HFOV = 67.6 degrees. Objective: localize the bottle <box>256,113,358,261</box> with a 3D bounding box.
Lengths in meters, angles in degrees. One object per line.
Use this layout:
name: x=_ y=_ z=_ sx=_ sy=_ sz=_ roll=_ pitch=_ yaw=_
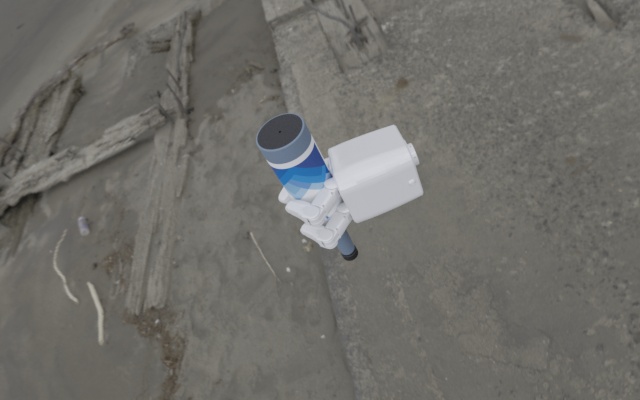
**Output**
bottle: x=0.000 y=0.002 z=0.701 sx=0.069 sy=0.069 sz=0.296 roll=0 pitch=-37 yaw=26
